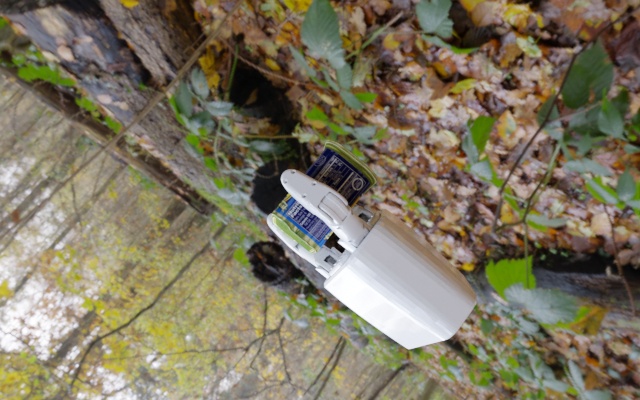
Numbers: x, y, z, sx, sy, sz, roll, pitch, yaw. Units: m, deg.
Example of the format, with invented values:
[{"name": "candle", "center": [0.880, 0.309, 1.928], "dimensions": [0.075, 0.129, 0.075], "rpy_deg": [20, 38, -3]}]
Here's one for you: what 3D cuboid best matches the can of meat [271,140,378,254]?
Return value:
[{"name": "can of meat", "center": [0.000, 0.002, 0.445], "dimensions": [0.057, 0.084, 0.102], "rpy_deg": [39, -9, 1]}]
